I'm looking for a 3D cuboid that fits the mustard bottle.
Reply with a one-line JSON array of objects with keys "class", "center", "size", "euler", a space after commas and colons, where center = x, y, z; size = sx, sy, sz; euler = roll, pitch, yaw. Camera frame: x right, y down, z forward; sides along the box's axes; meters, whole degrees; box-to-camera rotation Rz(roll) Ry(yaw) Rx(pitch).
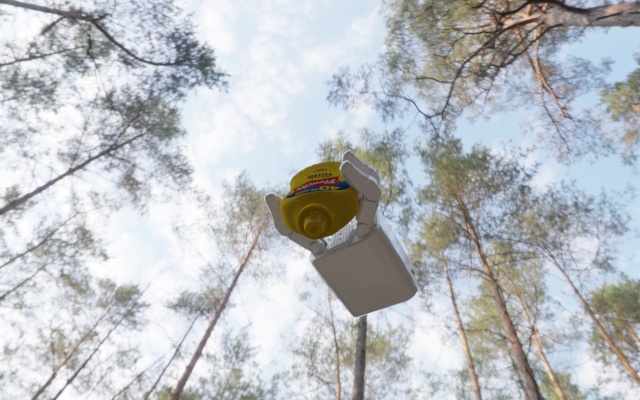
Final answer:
[{"class": "mustard bottle", "center": [0.000, 0.002, 0.600], "size": [0.096, 0.058, 0.191], "euler": [-7, 18, 7]}]
